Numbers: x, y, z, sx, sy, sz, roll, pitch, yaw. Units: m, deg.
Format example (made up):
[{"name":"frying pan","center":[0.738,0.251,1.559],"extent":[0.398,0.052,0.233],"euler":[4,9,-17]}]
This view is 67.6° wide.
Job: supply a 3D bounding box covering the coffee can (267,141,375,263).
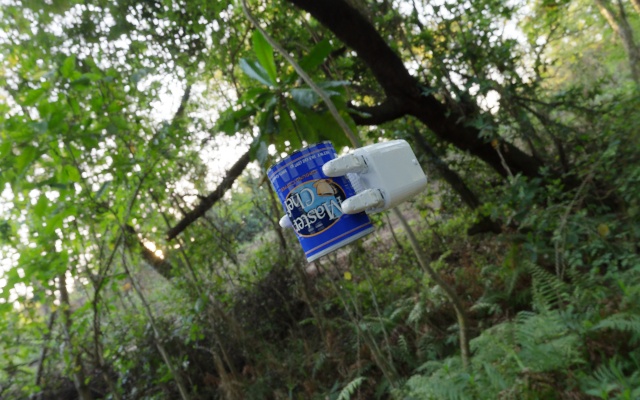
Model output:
[{"name":"coffee can","center":[0.000,0.002,0.668],"extent":[0.103,0.140,0.103],"euler":[-26,-6,-3]}]
